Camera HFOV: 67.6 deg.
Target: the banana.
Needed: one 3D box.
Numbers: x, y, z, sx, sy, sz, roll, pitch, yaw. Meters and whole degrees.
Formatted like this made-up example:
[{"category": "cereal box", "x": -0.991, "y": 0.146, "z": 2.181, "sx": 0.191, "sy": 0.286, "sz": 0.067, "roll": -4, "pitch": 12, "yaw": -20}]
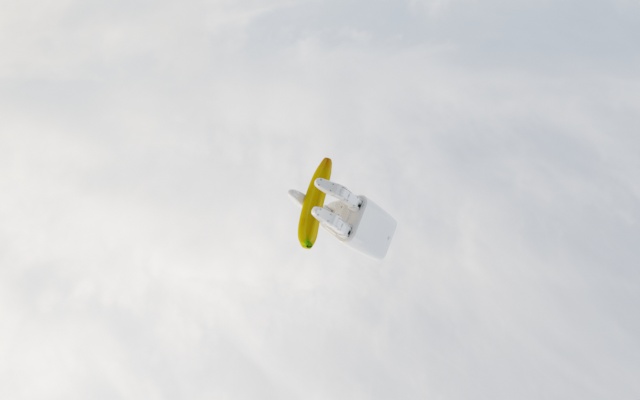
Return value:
[{"category": "banana", "x": -0.010, "y": 0.013, "z": 0.873, "sx": 0.037, "sy": 0.197, "sz": 0.070, "roll": 24, "pitch": -35, "yaw": -20}]
